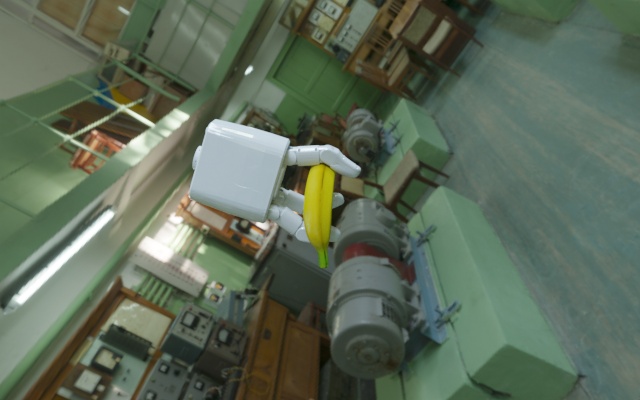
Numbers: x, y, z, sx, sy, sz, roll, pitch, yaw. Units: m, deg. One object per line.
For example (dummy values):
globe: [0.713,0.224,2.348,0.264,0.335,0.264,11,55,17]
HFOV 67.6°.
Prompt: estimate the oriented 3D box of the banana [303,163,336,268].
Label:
banana: [0.000,-0.009,0.629,0.037,0.070,0.197,3,45,3]
